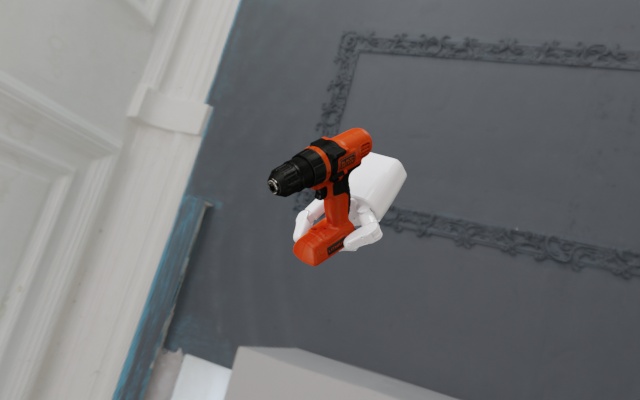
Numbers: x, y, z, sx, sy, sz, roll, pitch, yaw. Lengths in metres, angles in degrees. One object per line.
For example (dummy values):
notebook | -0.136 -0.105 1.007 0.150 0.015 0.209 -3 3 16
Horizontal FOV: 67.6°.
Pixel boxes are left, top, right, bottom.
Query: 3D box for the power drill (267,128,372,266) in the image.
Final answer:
power drill | 0.000 0.002 0.689 0.184 0.188 0.057 -29 48 -36
